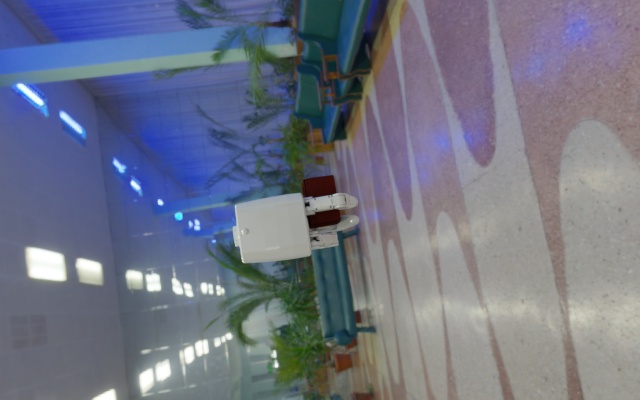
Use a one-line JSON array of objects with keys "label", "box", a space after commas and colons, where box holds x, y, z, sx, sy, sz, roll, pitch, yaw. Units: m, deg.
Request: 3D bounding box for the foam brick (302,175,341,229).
[{"label": "foam brick", "box": [0.000, 0.002, 0.781, 0.051, 0.078, 0.053, -8, -9, -6]}]
